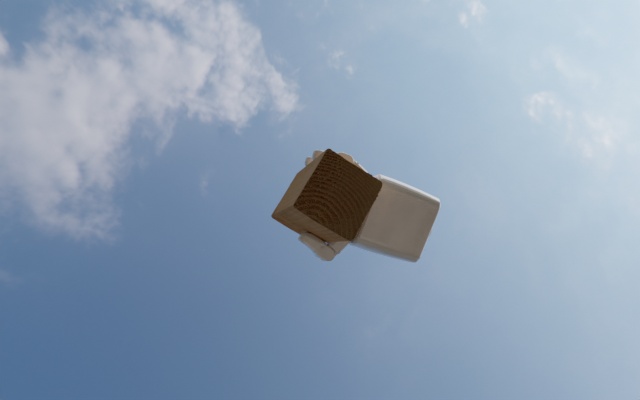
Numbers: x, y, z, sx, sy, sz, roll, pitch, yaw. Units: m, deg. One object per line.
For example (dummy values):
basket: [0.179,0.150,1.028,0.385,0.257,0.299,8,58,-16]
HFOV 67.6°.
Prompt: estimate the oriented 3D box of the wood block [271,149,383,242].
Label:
wood block: [0.000,0.003,0.699,0.090,0.091,0.206,32,-12,-9]
